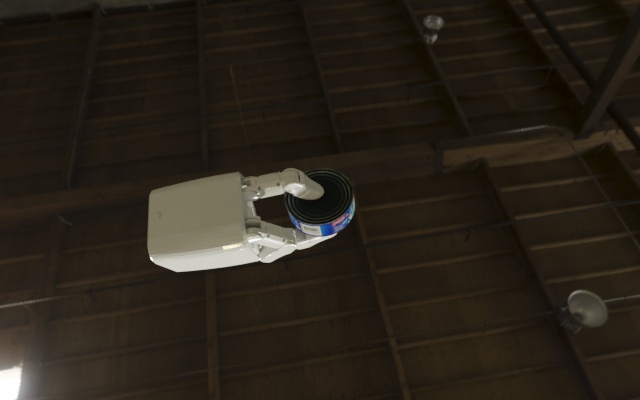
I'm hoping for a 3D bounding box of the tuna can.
[{"bbox_3d":[0.000,0.002,0.596,0.086,0.086,0.034,0,-34,9],"label":"tuna can"}]
